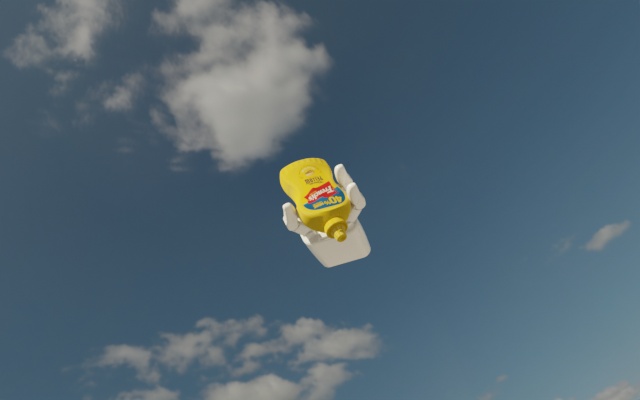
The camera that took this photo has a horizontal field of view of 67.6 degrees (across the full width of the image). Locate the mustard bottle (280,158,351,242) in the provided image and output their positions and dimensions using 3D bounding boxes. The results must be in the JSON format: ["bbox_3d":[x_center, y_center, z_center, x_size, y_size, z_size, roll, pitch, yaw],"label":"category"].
[{"bbox_3d":[0.000,0.002,0.865,0.096,0.058,0.191,-14,47,-18],"label":"mustard bottle"}]
